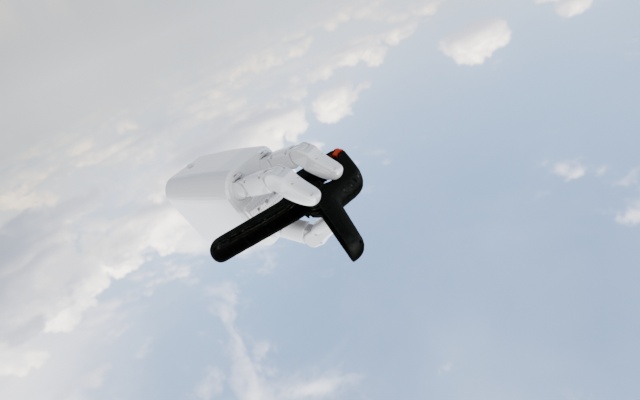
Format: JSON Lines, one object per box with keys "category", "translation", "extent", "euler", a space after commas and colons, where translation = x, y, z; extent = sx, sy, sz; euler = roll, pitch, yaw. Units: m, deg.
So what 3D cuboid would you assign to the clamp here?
{"category": "clamp", "translation": [0.000, 0.002, 0.521], "extent": [0.164, 0.036, 0.210], "euler": [1, 33, 31]}
